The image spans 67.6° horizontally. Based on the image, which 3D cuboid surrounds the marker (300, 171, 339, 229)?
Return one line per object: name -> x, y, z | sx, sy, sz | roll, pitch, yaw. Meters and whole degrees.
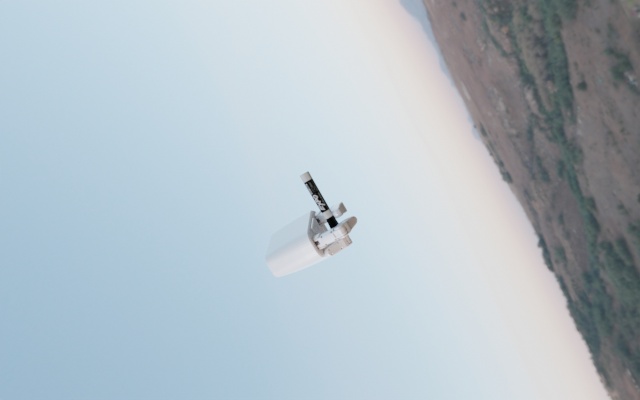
marker -> 0.000, 0.003, 0.872 | 0.020, 0.121, 0.020 | -30, 4, 3
